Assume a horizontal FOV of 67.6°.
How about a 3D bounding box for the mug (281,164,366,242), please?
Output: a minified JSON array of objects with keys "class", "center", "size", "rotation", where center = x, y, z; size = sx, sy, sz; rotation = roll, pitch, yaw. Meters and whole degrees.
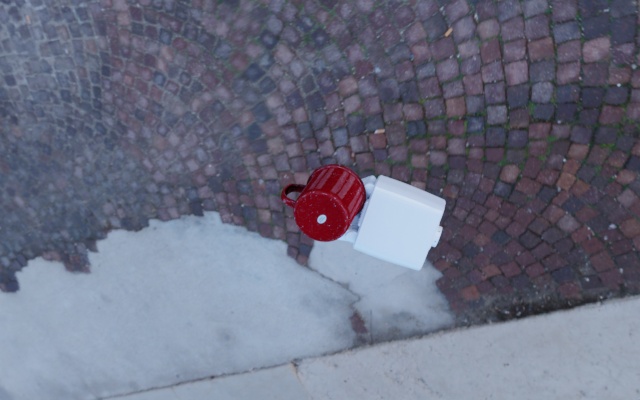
[{"class":"mug","center":[-0.001,0.002,0.679],"size":[0.117,0.093,0.081],"rotation":[17,30,10]}]
